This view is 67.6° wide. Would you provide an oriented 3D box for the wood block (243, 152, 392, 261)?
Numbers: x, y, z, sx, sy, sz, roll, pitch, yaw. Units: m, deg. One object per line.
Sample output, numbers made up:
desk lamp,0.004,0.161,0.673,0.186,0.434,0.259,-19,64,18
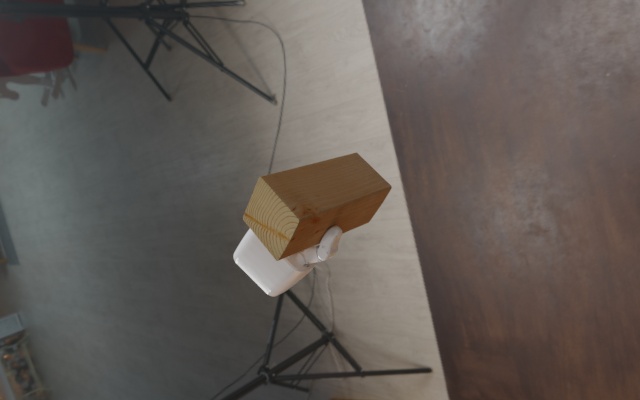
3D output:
wood block,0.000,0.003,0.725,0.206,0.090,0.090,-19,58,-44
